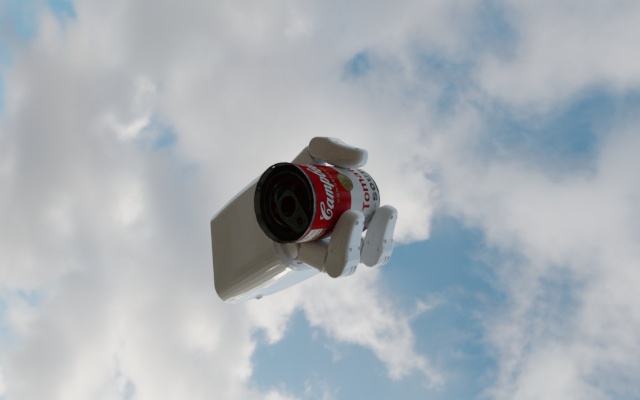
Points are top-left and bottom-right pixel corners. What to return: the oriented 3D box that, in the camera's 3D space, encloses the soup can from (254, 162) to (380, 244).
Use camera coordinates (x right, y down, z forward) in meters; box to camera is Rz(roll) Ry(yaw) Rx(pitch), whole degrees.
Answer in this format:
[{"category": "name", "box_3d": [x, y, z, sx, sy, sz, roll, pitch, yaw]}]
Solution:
[{"category": "soup can", "box_3d": [0.001, 0.001, 0.431, 0.068, 0.068, 0.102, 0, 1, 38]}]
